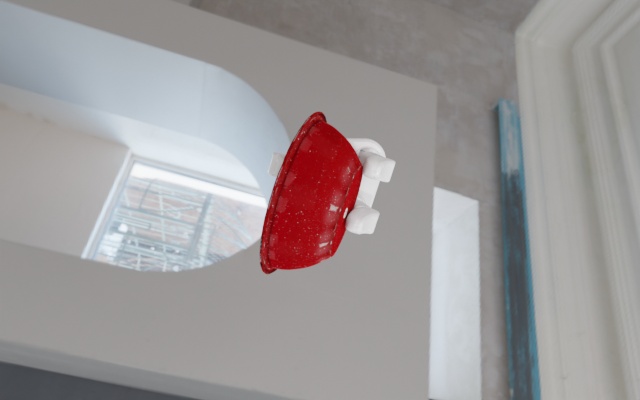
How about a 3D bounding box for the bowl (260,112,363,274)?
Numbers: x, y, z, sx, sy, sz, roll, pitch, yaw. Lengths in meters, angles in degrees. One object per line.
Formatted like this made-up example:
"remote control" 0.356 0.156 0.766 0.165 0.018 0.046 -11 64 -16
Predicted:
"bowl" 0.000 0.002 0.451 0.055 0.162 0.162 19 3 10
